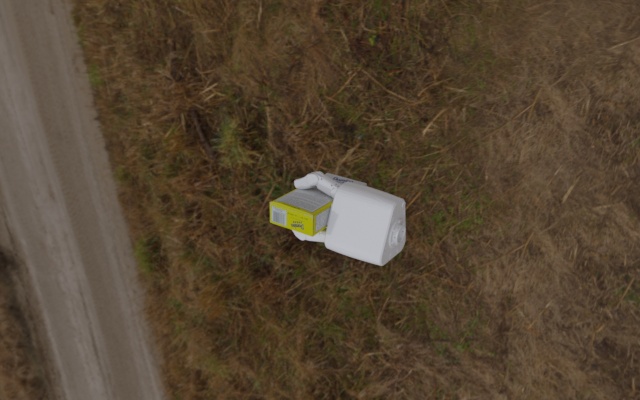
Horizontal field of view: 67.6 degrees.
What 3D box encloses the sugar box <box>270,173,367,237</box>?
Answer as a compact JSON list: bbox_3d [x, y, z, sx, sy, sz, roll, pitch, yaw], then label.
[{"bbox_3d":[0.000,0.003,0.846,0.093,0.048,0.176,17,26,31],"label":"sugar box"}]
